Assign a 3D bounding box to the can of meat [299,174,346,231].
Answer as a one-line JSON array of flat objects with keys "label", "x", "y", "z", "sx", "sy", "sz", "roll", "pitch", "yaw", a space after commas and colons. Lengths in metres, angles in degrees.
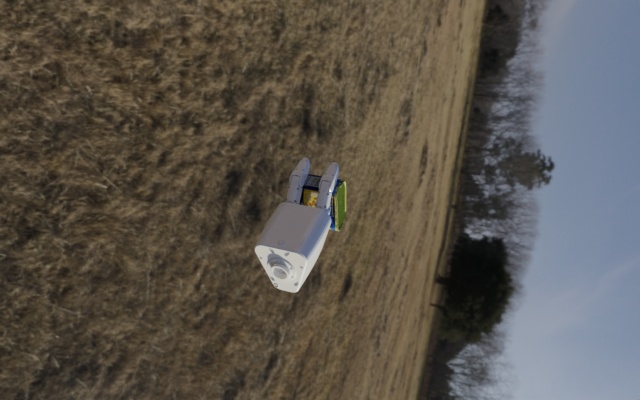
[{"label": "can of meat", "x": 0.000, "y": 0.003, "z": 0.874, "sx": 0.084, "sy": 0.102, "sz": 0.057, "roll": 11, "pitch": 38, "yaw": 18}]
